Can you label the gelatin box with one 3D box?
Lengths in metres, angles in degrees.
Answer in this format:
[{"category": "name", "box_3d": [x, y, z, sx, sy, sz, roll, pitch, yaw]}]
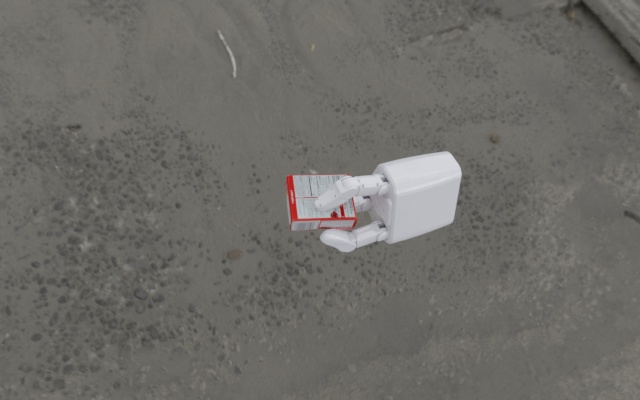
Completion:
[{"category": "gelatin box", "box_3d": [0.000, 0.002, 0.641, 0.089, 0.073, 0.030, -1, -32, -12]}]
